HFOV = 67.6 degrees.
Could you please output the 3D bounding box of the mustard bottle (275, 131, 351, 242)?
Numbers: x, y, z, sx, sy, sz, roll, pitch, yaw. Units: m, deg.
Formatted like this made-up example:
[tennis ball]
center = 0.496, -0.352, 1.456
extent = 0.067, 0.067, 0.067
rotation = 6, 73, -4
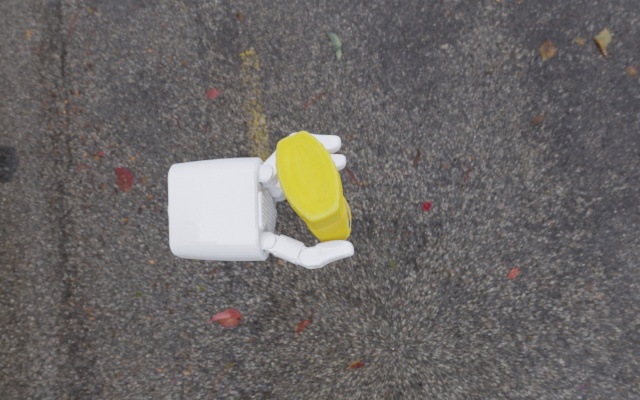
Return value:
[mustard bottle]
center = 0.000, 0.002, 0.547
extent = 0.058, 0.096, 0.192
rotation = -25, -19, 0
